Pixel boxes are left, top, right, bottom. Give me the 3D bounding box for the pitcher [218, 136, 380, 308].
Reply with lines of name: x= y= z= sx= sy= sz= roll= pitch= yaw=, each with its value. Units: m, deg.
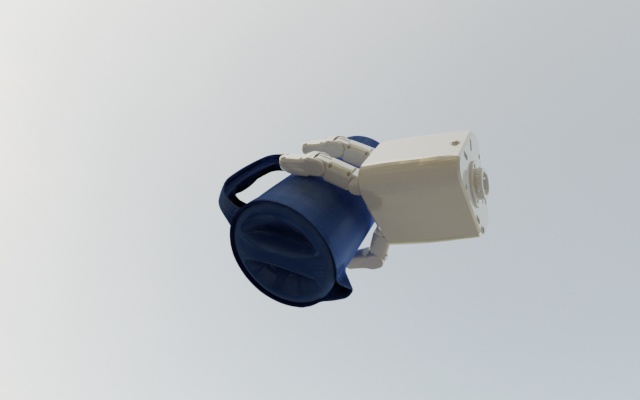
pitcher: x=0.000 y=0.002 z=0.595 sx=0.145 sy=0.149 sz=0.242 roll=-6 pitch=24 yaw=32
